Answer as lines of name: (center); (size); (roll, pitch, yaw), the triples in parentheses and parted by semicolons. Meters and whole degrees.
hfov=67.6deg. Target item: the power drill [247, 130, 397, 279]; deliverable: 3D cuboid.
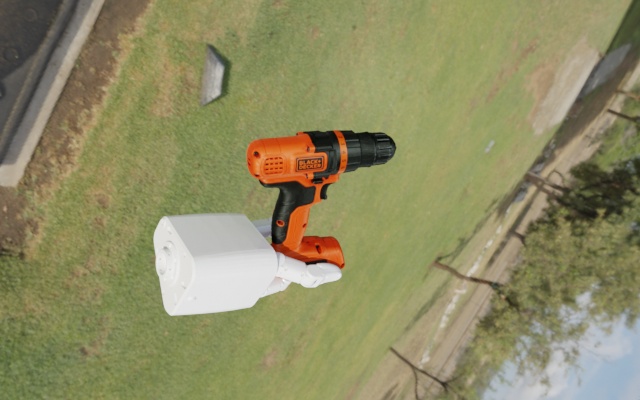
power drill: (0.000, 0.002, 0.599); (0.184, 0.188, 0.057); (-6, 30, -17)
